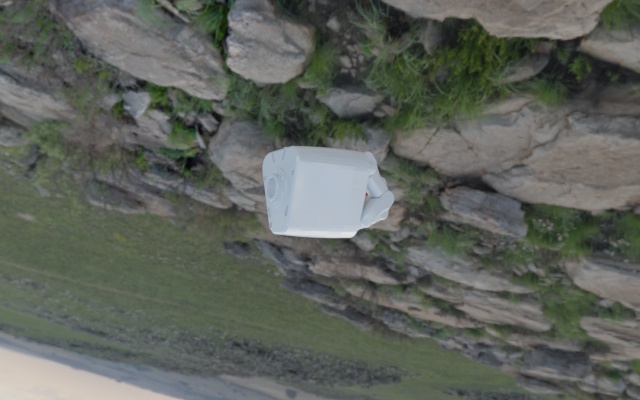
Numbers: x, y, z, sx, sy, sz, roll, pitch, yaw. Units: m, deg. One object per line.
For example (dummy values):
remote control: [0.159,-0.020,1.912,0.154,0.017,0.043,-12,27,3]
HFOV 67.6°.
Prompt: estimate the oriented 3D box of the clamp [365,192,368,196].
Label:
clamp: [0.001,0.003,0.723,0.120,0.039,0.171,-25,0,-30]
